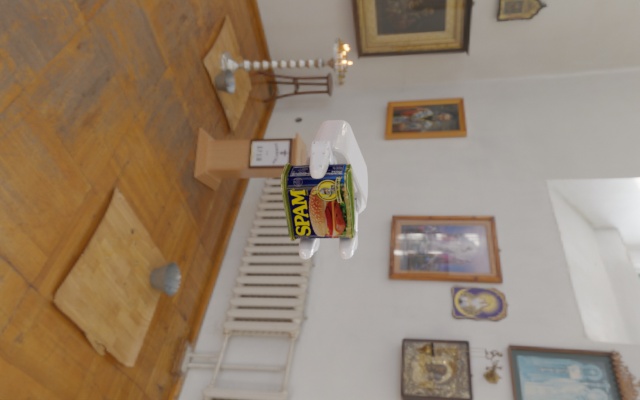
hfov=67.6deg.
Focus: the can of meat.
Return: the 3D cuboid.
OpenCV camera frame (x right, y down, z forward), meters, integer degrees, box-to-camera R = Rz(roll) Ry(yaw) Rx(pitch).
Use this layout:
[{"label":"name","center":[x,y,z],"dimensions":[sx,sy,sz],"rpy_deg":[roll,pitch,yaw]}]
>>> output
[{"label":"can of meat","center":[0.000,0.002,0.617],"dimensions":[0.084,0.102,0.057],"rpy_deg":[-1,30,9]}]
